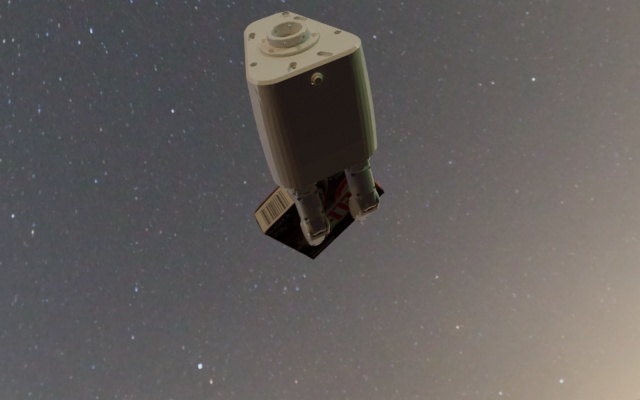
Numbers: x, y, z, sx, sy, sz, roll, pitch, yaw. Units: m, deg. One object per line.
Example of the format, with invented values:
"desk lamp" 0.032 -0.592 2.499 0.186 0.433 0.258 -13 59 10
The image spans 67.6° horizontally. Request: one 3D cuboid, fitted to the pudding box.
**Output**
"pudding box" 0.000 0.002 0.499 0.090 0.113 0.039 35 16 -48
